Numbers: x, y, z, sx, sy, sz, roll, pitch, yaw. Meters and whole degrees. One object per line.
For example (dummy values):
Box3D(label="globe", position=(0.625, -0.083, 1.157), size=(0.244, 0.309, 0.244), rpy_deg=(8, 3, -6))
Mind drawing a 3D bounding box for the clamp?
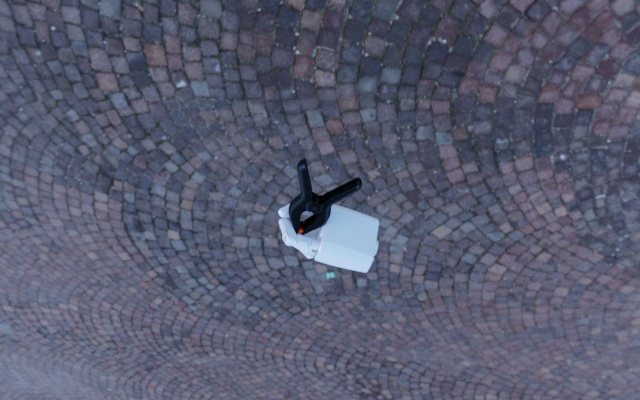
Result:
Box3D(label="clamp", position=(0.000, 0.003, 0.878), size=(0.120, 0.172, 0.039), rpy_deg=(16, 42, -5))
